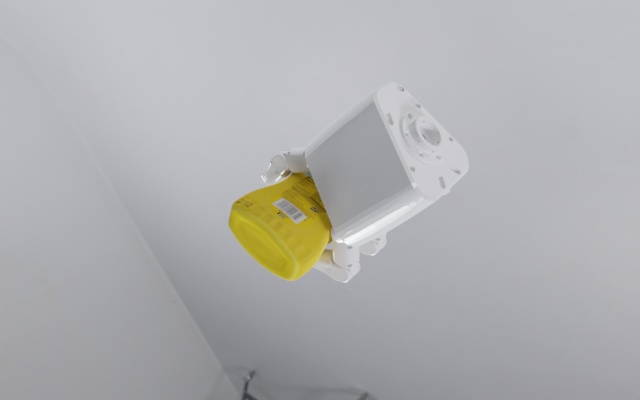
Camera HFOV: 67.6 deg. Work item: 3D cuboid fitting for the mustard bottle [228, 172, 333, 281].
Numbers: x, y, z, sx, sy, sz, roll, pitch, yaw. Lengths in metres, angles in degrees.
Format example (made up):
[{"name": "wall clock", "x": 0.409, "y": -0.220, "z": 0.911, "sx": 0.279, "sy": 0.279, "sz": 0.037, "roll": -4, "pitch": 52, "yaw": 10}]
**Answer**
[{"name": "mustard bottle", "x": 0.000, "y": 0.002, "z": 0.518, "sx": 0.096, "sy": 0.058, "sz": 0.191, "roll": 38, "pitch": 45, "yaw": 19}]
